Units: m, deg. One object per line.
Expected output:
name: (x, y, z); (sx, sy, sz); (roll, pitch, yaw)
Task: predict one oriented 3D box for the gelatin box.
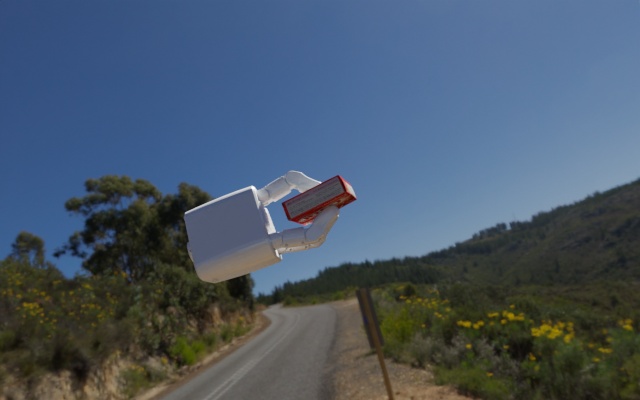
gelatin box: (0.000, 0.002, 0.660); (0.089, 0.030, 0.073); (-27, -14, 10)
